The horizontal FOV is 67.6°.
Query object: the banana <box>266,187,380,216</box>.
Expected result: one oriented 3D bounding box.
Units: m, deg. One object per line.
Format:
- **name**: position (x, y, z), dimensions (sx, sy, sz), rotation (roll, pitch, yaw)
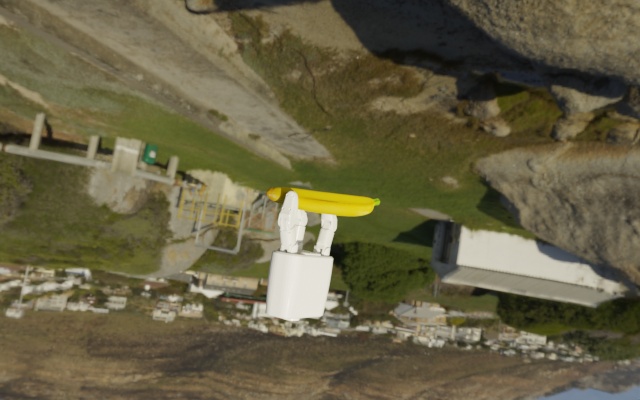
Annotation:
- **banana**: position (0.003, 0.003, 0.802), dimensions (0.198, 0.037, 0.069), rotation (7, 0, 0)
